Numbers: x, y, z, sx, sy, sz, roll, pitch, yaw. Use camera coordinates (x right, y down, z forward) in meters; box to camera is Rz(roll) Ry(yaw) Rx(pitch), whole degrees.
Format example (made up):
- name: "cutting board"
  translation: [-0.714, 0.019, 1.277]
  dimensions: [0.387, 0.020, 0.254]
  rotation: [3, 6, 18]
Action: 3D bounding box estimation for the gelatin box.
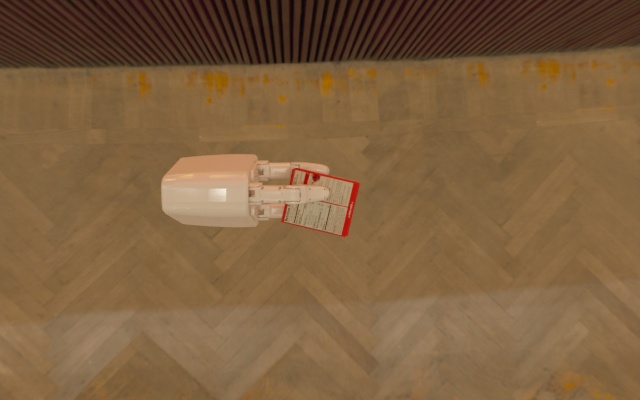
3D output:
- name: "gelatin box"
  translation: [0.000, 0.002, 0.618]
  dimensions: [0.089, 0.073, 0.030]
  rotation: [13, 2, 3]
